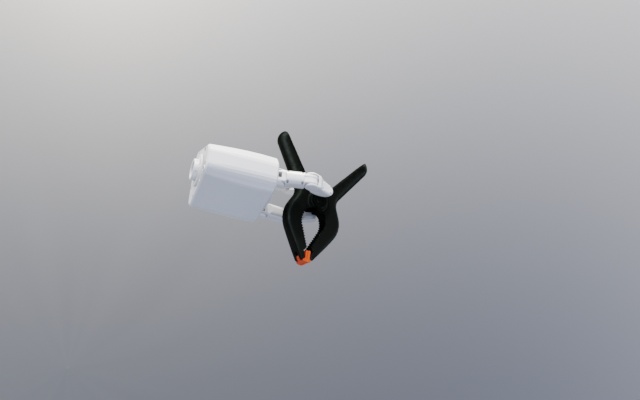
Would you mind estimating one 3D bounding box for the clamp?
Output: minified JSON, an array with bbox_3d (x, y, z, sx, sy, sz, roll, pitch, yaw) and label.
[{"bbox_3d":[0.000,0.003,0.763,0.164,0.210,0.036,13,-23,-22],"label":"clamp"}]
